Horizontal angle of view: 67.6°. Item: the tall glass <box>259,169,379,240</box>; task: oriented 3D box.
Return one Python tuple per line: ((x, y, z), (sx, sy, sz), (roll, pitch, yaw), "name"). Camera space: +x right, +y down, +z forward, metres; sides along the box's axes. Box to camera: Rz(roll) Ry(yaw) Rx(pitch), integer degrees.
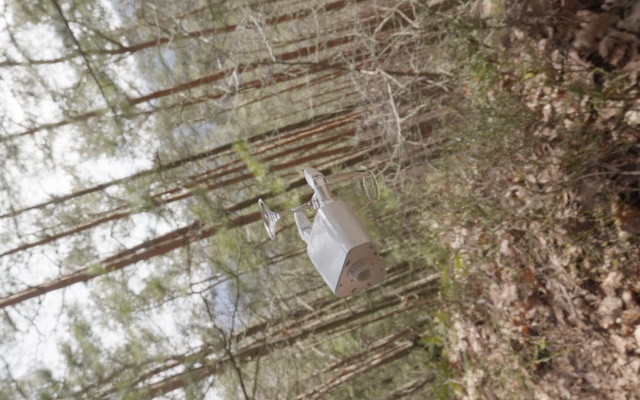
((-0.001, 0.003, 0.831), (0.201, 0.079, 0.079), (-18, 5, -16), "tall glass")
